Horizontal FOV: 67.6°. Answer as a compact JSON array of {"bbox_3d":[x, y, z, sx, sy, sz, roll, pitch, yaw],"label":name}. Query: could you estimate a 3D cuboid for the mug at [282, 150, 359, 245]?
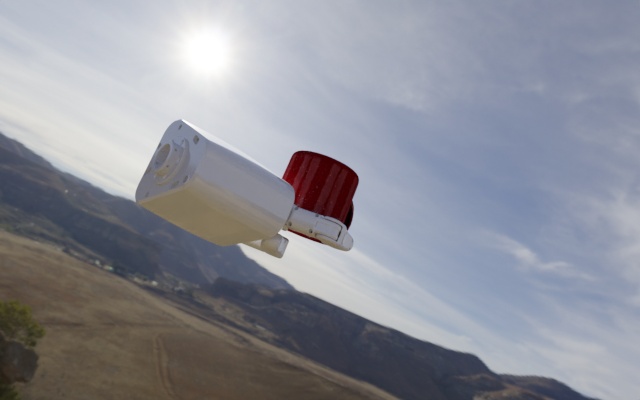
[{"bbox_3d":[0.001,0.002,0.537,0.093,0.081,0.117,10,-16,46],"label":"mug"}]
